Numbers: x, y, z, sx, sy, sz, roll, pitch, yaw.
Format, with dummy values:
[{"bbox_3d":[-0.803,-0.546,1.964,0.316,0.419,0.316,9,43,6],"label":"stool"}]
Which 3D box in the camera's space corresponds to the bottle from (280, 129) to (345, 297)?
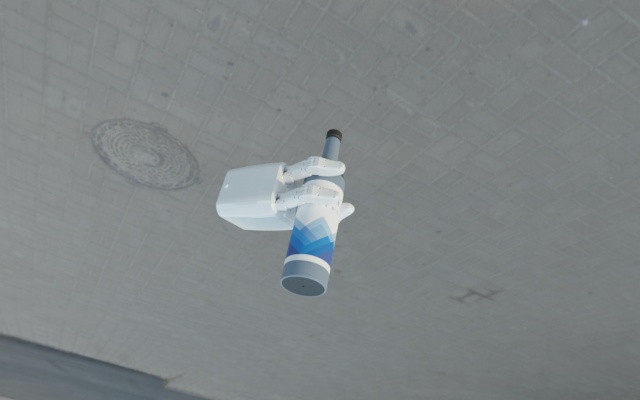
[{"bbox_3d":[0.000,0.003,0.753,0.069,0.295,0.069,8,-35,6],"label":"bottle"}]
